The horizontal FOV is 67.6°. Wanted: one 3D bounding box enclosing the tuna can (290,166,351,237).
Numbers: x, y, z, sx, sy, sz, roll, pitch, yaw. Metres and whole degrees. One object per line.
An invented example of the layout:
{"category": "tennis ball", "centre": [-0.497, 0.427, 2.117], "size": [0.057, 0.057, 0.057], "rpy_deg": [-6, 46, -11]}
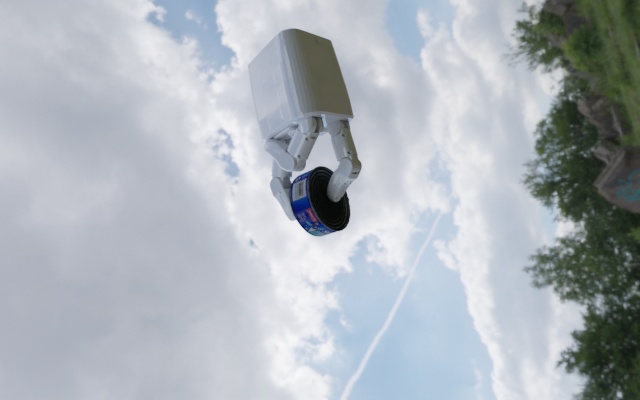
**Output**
{"category": "tuna can", "centre": [0.000, 0.002, 0.606], "size": [0.034, 0.086, 0.086], "rpy_deg": [-21, -12, 34]}
